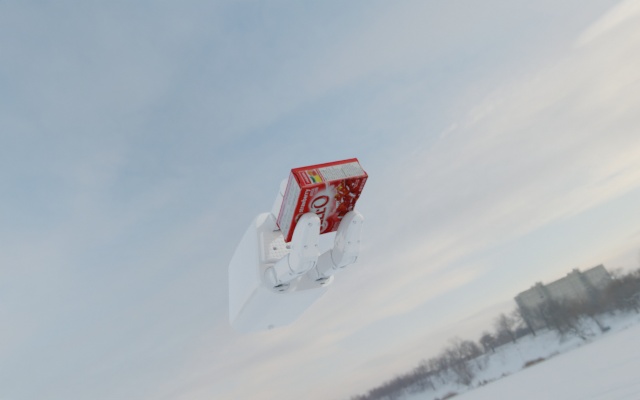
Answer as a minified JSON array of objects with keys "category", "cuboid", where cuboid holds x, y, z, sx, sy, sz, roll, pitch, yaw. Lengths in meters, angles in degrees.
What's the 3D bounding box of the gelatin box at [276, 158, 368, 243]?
[{"category":"gelatin box","cuboid":[0.000,0.001,0.483,0.073,0.030,0.089,-11,-36,-26]}]
